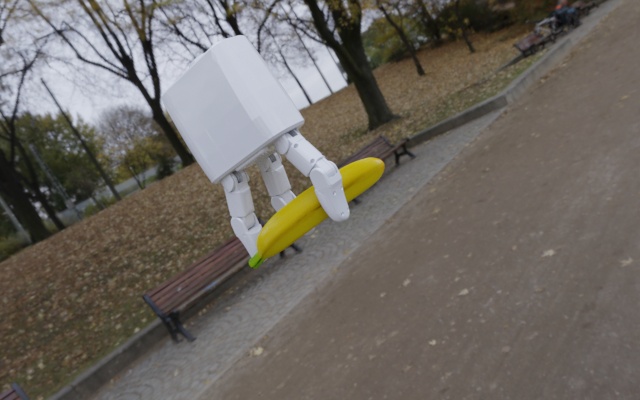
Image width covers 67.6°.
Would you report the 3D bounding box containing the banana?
[{"bbox_3d":[0.003,0.000,0.511,0.197,0.037,0.069,-35,-1,-20],"label":"banana"}]
